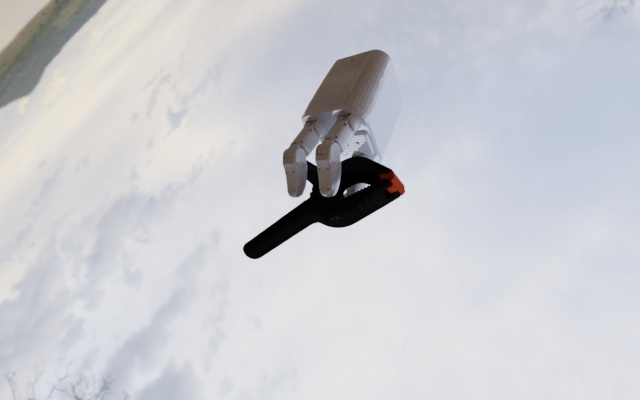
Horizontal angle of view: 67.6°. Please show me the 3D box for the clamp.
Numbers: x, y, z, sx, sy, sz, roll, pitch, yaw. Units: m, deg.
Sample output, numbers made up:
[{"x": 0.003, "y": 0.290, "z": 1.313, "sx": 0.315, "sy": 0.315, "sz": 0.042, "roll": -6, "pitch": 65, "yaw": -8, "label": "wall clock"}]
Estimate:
[{"x": 0.001, "y": 0.002, "z": 0.569, "sx": 0.210, "sy": 0.164, "sz": 0.036, "roll": -2, "pitch": -37, "yaw": 44, "label": "clamp"}]
